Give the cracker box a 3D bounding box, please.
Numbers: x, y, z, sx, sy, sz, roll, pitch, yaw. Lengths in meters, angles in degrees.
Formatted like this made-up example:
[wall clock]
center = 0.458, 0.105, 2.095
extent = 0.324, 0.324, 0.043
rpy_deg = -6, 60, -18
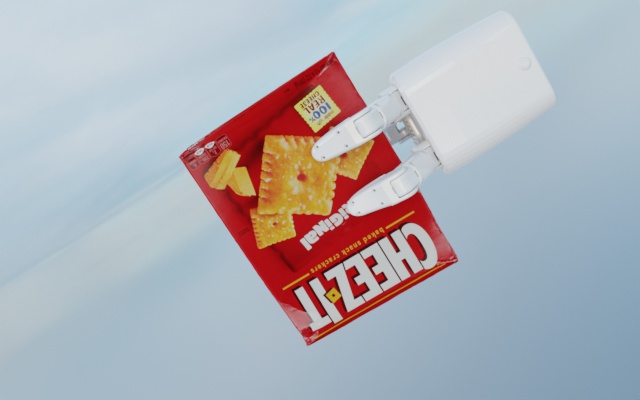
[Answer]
[cracker box]
center = 0.000, 0.001, 0.442
extent = 0.164, 0.214, 0.072
rpy_deg = -31, 8, 8
